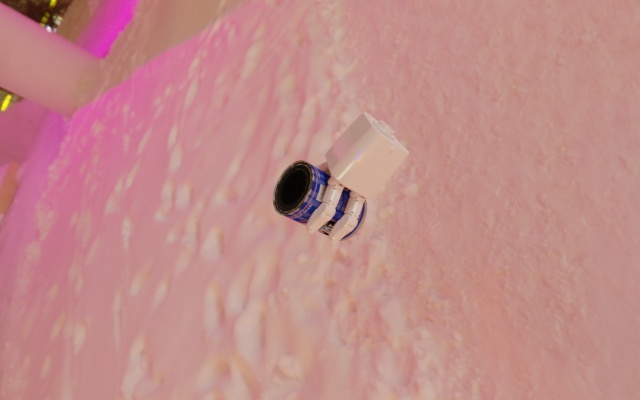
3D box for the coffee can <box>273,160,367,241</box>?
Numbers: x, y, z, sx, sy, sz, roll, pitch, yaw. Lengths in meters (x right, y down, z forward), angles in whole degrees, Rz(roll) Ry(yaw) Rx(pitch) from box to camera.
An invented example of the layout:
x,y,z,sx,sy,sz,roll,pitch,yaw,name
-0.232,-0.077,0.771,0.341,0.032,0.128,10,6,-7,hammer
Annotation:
x,y,z,sx,sy,sz,roll,pitch,yaw,name
0.000,0.003,0.858,0.140,0.102,0.103,27,-17,-38,coffee can
